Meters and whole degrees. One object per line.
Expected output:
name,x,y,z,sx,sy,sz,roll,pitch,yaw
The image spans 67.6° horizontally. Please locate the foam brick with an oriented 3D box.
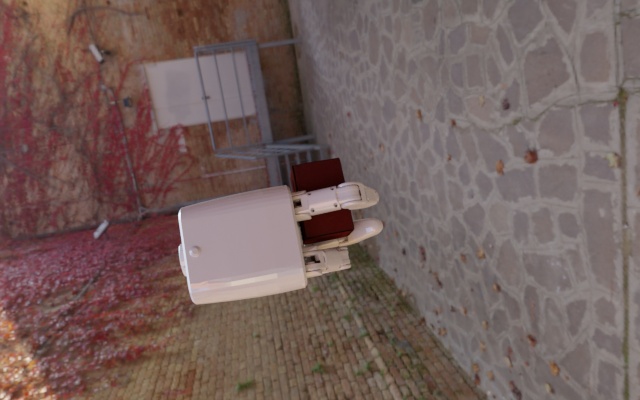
foam brick,0.000,0.001,0.495,0.051,0.078,0.053,-10,-11,-6
